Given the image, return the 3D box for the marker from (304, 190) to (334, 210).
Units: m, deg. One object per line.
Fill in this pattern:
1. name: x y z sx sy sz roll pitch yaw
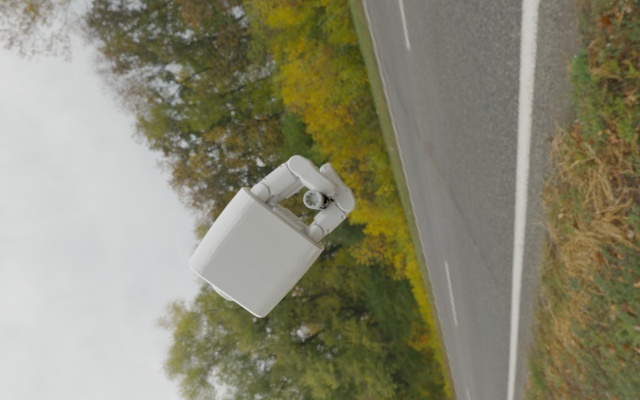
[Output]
1. marker: 0.000 0.002 0.530 0.020 0.020 0.121 0 -3 7
